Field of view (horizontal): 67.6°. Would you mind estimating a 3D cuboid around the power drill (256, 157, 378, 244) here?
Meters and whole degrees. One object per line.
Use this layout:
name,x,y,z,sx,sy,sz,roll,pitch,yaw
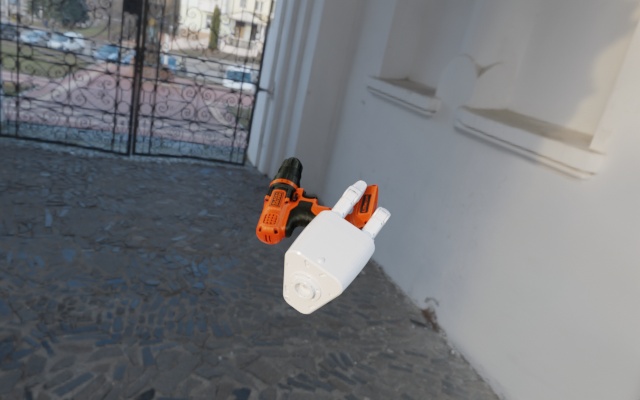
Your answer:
power drill,0.001,0.003,0.805,0.187,0.184,0.057,6,-40,11
